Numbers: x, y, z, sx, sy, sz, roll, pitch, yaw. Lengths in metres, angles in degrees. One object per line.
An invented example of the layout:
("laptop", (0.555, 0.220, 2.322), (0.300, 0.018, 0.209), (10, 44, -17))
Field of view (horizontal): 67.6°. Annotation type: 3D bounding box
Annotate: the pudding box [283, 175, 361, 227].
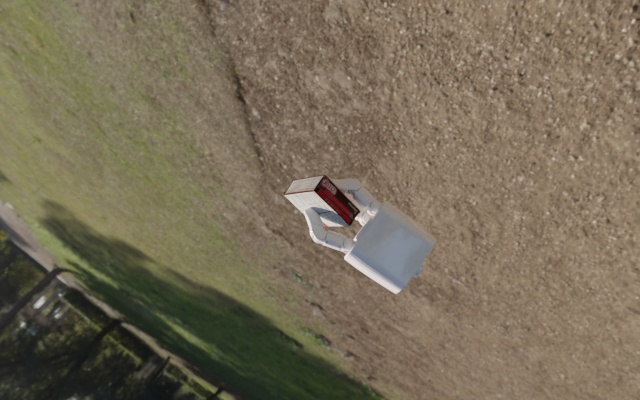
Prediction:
("pudding box", (0.000, 0.003, 0.798), (0.090, 0.039, 0.113), (46, -25, -21))
